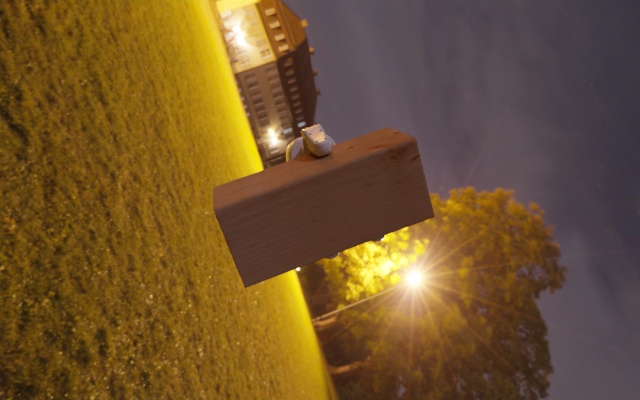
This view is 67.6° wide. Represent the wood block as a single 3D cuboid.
[{"bbox_3d":[0.000,0.001,0.507,0.206,0.091,0.090,-20,19,-6],"label":"wood block"}]
